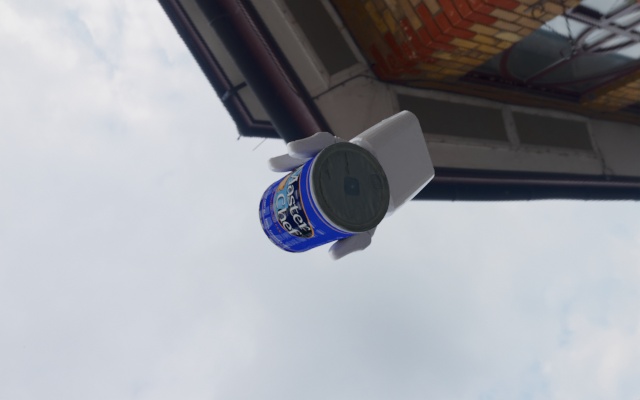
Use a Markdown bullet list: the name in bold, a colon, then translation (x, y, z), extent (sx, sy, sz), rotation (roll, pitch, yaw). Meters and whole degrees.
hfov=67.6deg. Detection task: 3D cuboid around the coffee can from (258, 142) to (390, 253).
- **coffee can**: translation (0.000, 0.002, 0.575), extent (0.103, 0.102, 0.140), rotation (0, -15, -32)
